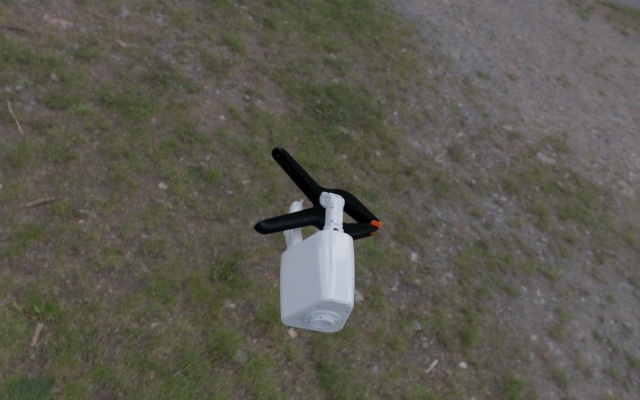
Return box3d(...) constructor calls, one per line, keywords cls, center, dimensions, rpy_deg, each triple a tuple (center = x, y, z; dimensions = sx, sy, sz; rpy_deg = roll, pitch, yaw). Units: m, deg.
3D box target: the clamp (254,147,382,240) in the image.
box3d(cls="clamp", center=(0.001, 0.002, 0.763), dimensions=(0.210, 0.164, 0.036), rpy_deg=(16, -37, -21))
